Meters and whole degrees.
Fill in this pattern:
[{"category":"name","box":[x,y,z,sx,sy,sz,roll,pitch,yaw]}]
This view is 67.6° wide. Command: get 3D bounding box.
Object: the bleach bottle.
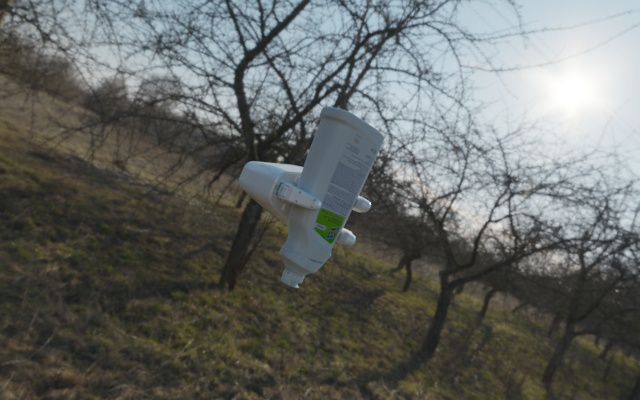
[{"category":"bleach bottle","box":[0.000,0.002,0.679,0.102,0.251,0.068,24,-1,-42]}]
